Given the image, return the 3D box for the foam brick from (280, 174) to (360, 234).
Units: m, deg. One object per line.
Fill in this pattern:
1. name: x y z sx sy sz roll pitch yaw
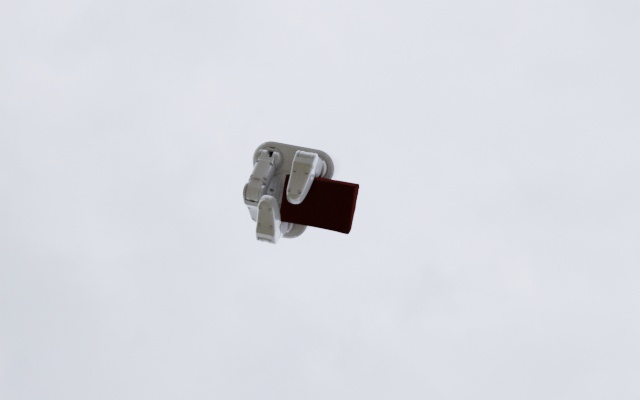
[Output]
1. foam brick: 0.000 0.002 0.522 0.078 0.053 0.051 11 6 9
